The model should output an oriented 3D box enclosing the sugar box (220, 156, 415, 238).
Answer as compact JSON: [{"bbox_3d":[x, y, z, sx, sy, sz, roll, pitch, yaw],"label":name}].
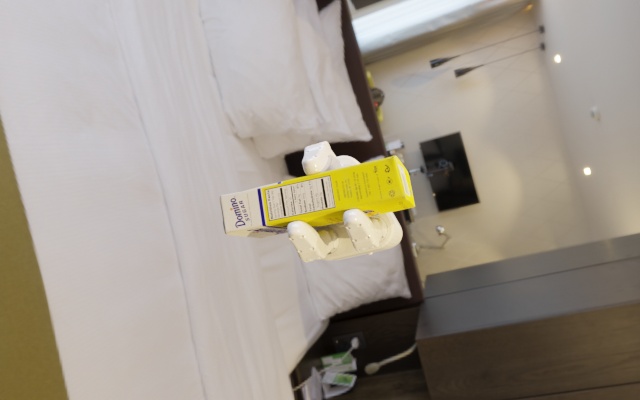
[{"bbox_3d":[0.000,0.002,0.478,0.176,0.048,0.093,-15,-11,15],"label":"sugar box"}]
